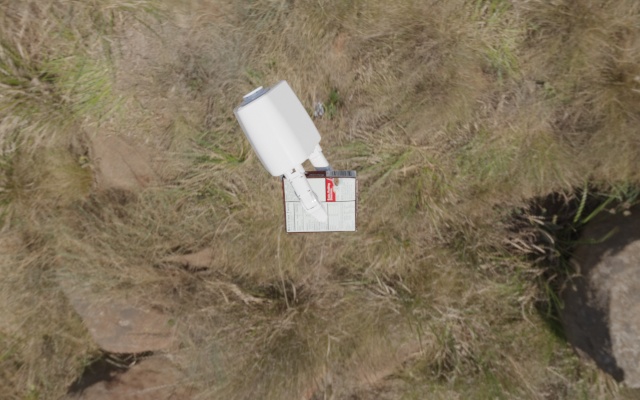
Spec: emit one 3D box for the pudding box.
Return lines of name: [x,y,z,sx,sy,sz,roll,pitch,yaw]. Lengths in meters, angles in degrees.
pudding box: [0.000,0.002,0.727,0.113,0.090,0.039,-1,19,2]
